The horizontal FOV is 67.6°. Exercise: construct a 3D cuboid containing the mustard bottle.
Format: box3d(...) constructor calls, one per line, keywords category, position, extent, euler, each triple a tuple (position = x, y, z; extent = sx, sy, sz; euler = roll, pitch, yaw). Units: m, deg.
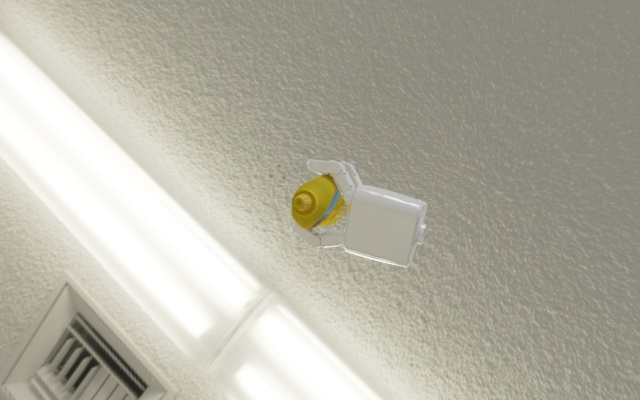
box3d(category="mustard bottle", position=(0.000, 0.002, 0.791), extent=(0.058, 0.096, 0.191), euler=(41, 13, 14))
